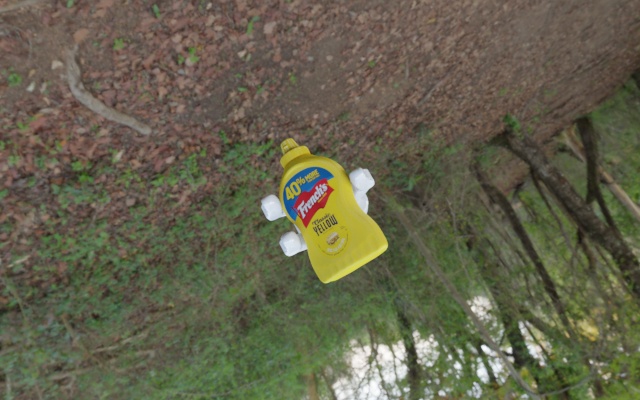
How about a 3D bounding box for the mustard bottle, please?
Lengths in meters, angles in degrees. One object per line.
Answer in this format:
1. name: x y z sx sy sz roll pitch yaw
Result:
1. mustard bottle: 0.000 0.002 0.618 0.096 0.191 0.058 -35 -15 21
